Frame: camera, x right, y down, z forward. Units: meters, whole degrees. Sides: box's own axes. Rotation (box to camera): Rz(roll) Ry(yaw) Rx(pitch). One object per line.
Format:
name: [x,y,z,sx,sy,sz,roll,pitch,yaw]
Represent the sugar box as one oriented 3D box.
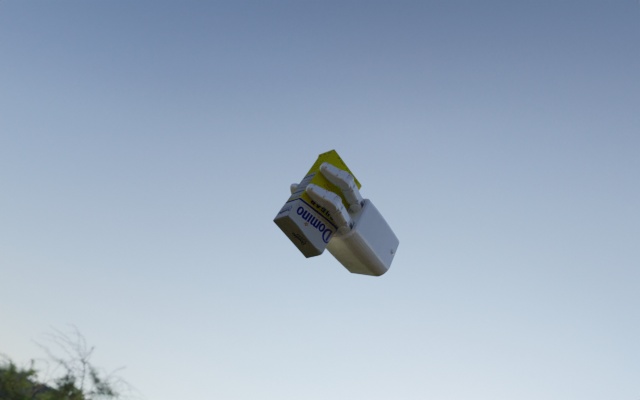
sugar box: [0.001,0.003,0.813,0.048,0.093,0.176,-19,30,42]
